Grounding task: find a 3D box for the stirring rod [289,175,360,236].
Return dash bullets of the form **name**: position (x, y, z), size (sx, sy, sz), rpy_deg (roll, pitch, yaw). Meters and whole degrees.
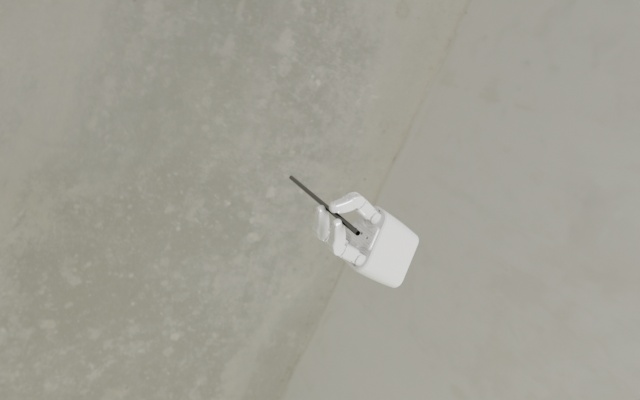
- **stirring rod**: position (0.000, 0.003, 0.803), size (0.011, 0.011, 0.239), rpy_deg (0, 23, -30)
